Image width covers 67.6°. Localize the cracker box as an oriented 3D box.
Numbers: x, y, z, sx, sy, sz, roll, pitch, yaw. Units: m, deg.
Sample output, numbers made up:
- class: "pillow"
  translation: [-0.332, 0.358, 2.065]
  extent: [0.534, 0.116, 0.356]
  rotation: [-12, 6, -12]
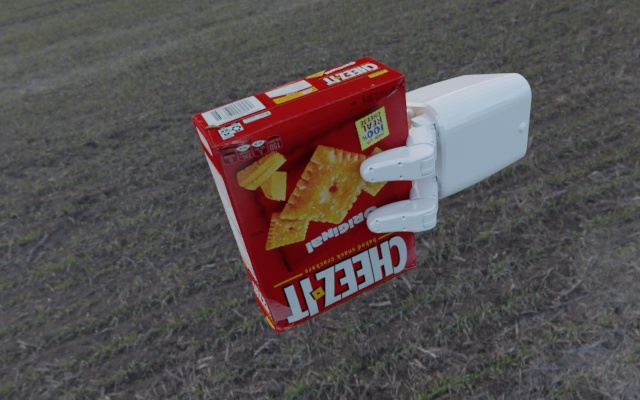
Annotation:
- class: "cracker box"
  translation: [0.000, 0.001, 0.435]
  extent: [0.164, 0.214, 0.072]
  rotation: [-23, 37, -15]
